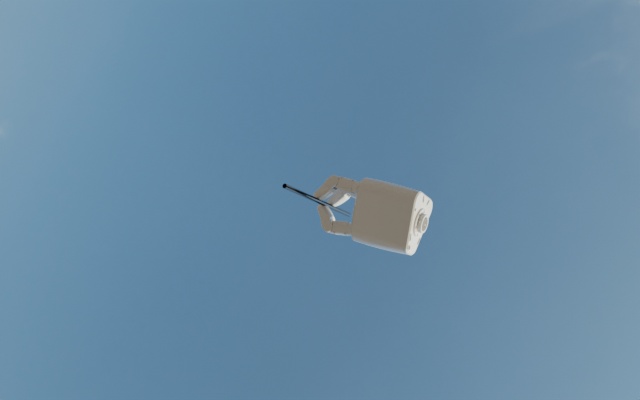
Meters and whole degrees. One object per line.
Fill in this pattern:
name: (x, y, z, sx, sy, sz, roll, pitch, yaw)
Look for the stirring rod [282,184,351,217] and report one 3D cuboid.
stirring rod: (0.000, 0.003, 0.865, 0.011, 0.011, 0.239, 0, -13, 29)
